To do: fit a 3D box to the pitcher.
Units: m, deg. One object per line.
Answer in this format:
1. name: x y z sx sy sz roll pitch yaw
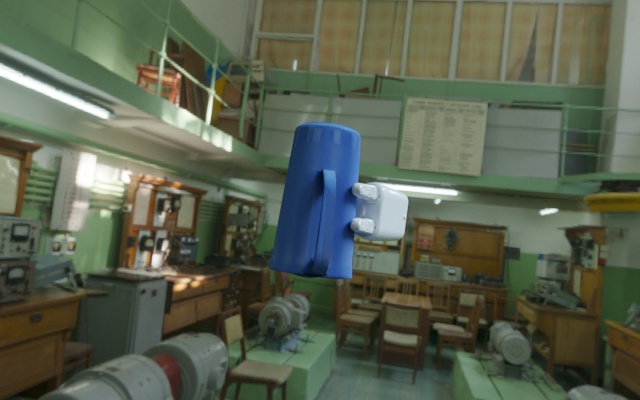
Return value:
1. pitcher: 0.000 0.003 0.760 0.149 0.243 0.145 4 -5 39
